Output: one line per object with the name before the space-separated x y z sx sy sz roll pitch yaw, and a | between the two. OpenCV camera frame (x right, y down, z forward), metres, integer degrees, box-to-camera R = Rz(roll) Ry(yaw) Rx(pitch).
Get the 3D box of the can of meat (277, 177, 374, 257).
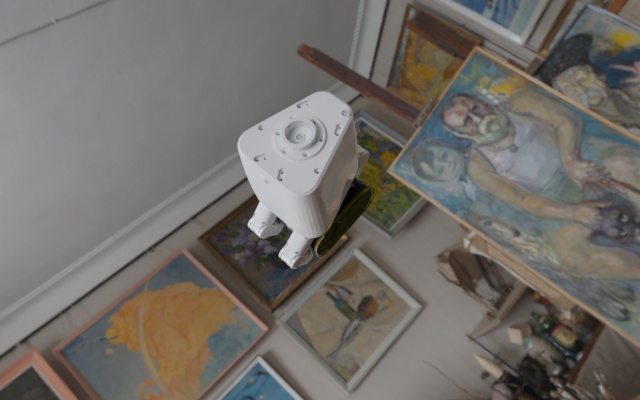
can of meat | 0.000 0.002 0.576 0.084 0.102 0.057 39 -12 19
